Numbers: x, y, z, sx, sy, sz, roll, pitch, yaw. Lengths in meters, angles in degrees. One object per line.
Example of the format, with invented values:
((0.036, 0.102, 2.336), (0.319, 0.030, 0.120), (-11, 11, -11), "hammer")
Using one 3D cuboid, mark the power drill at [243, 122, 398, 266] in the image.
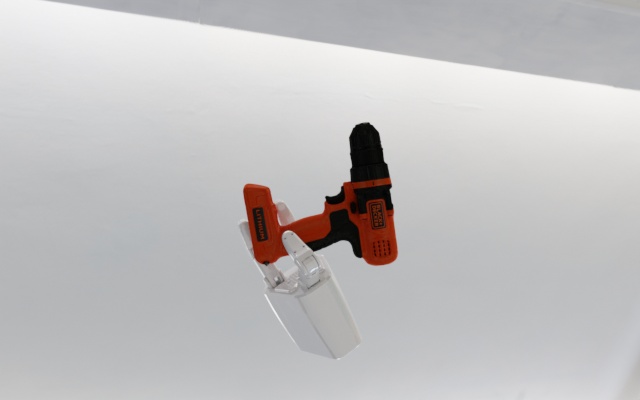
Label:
((0.000, 0.002, 0.611), (0.187, 0.184, 0.057), (-9, 1, 1), "power drill")
